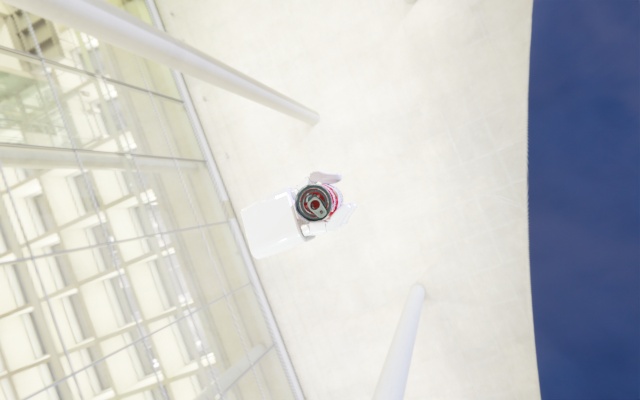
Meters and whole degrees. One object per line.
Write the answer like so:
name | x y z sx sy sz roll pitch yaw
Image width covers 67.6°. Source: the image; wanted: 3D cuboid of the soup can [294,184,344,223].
soup can | 0.001 0.003 0.872 0.068 0.068 0.102 0 2 15
